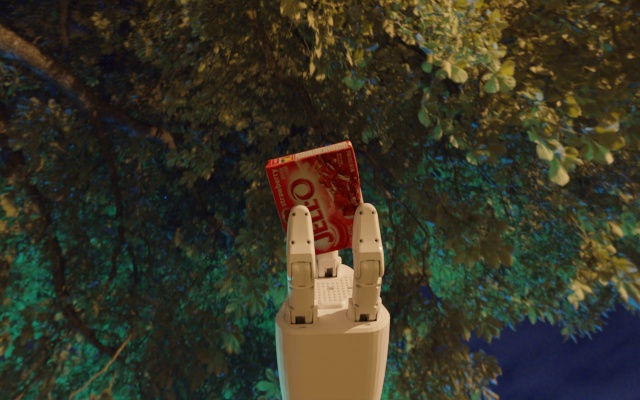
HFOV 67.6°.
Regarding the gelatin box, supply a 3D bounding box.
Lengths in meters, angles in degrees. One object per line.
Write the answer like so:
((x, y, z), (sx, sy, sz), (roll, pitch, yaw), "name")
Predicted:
((0.000, 0.001, 0.408), (0.073, 0.089, 0.030), (-13, 19, 2), "gelatin box")
